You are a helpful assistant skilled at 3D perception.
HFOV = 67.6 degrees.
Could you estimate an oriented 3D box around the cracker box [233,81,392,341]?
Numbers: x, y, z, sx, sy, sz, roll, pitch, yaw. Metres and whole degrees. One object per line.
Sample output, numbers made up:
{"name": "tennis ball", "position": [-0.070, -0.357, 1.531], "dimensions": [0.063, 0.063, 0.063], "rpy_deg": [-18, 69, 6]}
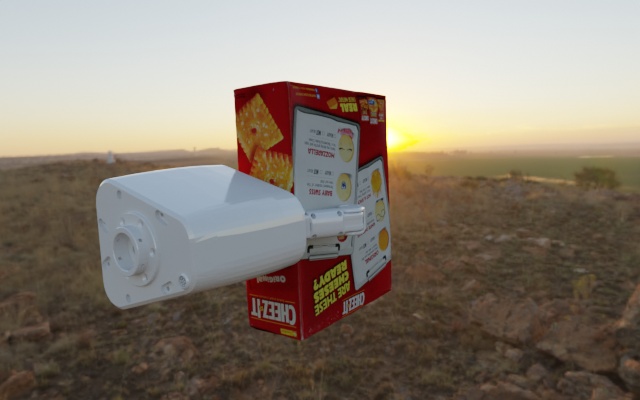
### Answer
{"name": "cracker box", "position": [0.000, 0.001, 0.464], "dimensions": [0.072, 0.214, 0.164], "rpy_deg": [2, 8, 36]}
